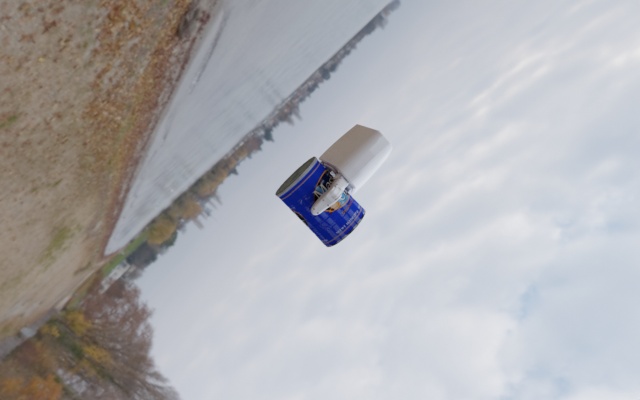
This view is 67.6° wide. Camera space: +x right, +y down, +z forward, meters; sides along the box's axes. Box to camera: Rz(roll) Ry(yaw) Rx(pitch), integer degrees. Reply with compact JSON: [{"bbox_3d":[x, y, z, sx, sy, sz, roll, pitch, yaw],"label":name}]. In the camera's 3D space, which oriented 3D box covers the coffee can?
[{"bbox_3d":[0.000,0.003,0.894,0.103,0.140,0.102,-42,11,10],"label":"coffee can"}]
